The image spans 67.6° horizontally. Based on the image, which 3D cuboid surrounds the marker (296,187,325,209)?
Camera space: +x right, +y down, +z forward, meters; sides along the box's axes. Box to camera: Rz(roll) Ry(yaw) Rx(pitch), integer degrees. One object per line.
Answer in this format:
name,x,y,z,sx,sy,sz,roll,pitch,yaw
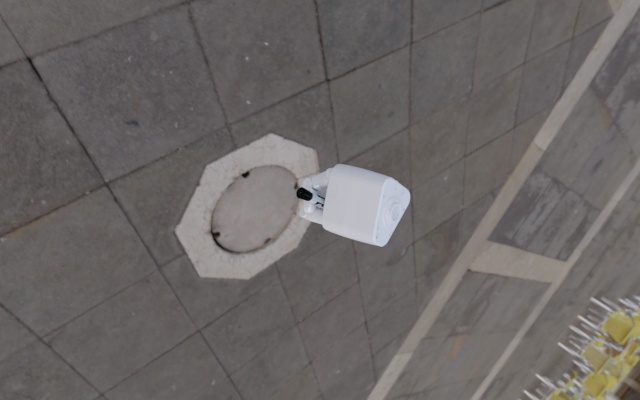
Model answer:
marker,0.000,0.003,0.797,0.020,0.020,0.121,0,-16,36
